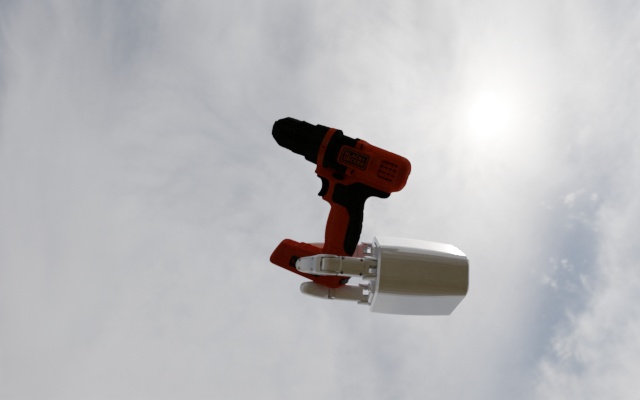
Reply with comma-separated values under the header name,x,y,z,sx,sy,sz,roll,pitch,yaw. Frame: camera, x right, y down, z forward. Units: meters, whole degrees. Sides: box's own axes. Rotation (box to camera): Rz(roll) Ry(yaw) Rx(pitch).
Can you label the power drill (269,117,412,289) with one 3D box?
name,x,y,z,sx,sy,sz,roll,pitch,yaw
power drill,0.000,0.003,0.605,0.184,0.188,0.057,22,10,14
